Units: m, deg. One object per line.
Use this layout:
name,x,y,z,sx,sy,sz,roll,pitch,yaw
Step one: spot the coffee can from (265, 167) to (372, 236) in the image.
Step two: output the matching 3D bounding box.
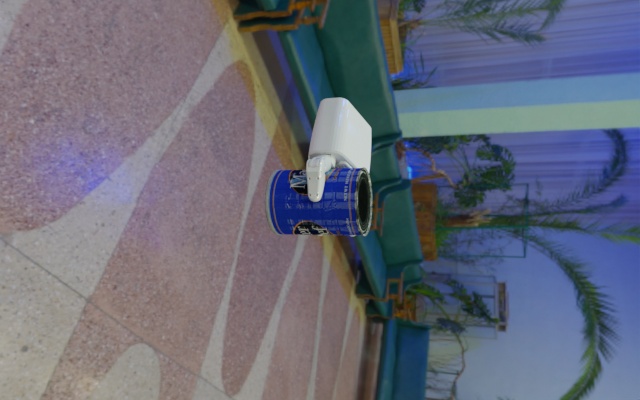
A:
coffee can,0.000,0.003,0.728,0.140,0.103,0.103,0,0,18
